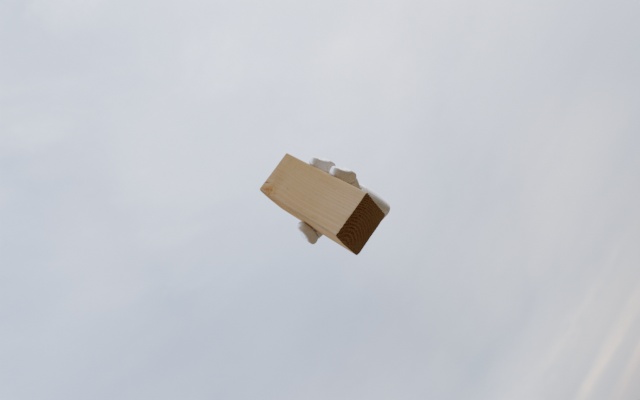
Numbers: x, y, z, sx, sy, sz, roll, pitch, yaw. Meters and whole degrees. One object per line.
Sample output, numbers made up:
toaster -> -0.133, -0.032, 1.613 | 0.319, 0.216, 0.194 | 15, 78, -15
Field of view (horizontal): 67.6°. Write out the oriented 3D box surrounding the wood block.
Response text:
wood block -> 0.000, 0.003, 0.867 | 0.206, 0.091, 0.090 | 29, -10, 39
